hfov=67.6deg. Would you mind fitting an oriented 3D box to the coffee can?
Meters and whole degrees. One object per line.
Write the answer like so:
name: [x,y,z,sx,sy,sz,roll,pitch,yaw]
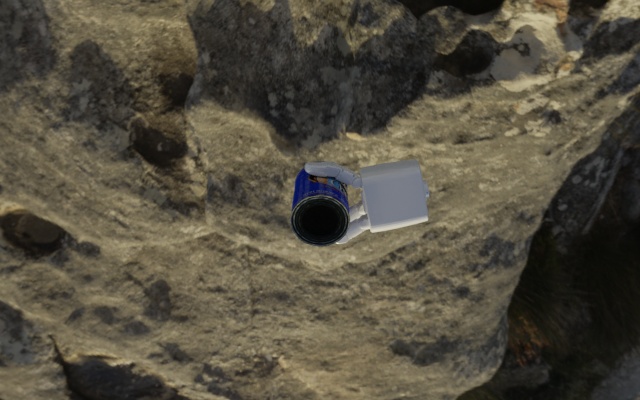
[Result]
coffee can: [0.000,0.003,0.865,0.103,0.103,0.140,0,29,1]
